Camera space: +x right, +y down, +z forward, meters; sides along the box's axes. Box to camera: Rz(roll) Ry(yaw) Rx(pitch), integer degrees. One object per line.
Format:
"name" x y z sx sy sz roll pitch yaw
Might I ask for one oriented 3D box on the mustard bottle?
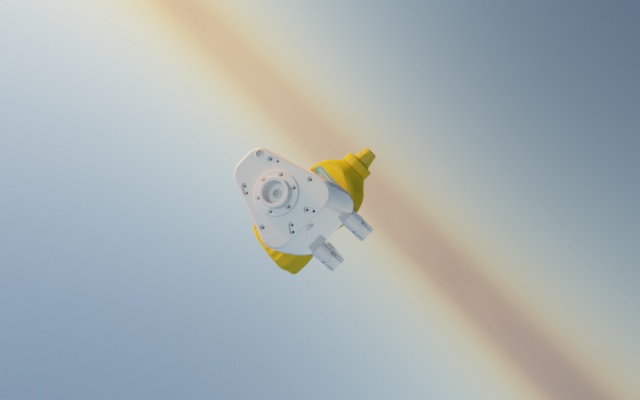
"mustard bottle" 0.000 0.002 0.645 0.058 0.191 0.096 39 8 -50
